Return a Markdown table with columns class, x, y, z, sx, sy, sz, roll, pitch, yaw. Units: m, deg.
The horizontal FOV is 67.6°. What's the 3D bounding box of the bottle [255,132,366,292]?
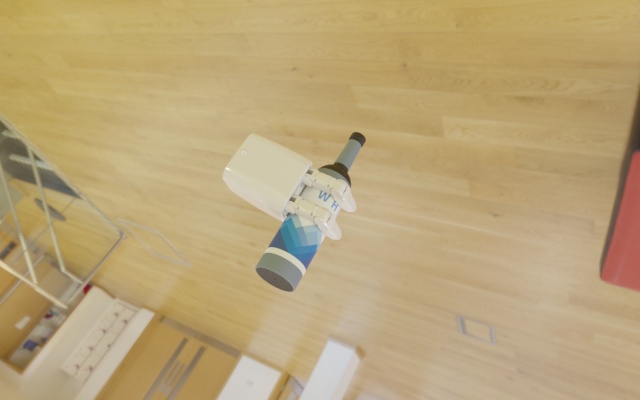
| class | x | y | z | sx | sy | sz | roll | pitch | yaw |
| --- | --- | --- | --- | --- | --- | --- | --- | --- | --- |
| bottle | 0.000 | 0.003 | 0.757 | 0.069 | 0.295 | 0.069 | 23 | -29 | 14 |
